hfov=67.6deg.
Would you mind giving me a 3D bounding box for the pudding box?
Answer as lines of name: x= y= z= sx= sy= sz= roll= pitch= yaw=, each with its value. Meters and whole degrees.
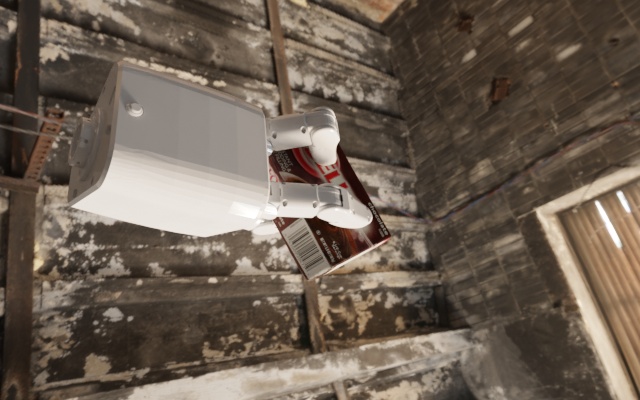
pudding box: x=0.000 y=0.001 z=0.409 sx=0.090 sy=0.113 sz=0.039 roll=-19 pitch=-11 yaw=-48
